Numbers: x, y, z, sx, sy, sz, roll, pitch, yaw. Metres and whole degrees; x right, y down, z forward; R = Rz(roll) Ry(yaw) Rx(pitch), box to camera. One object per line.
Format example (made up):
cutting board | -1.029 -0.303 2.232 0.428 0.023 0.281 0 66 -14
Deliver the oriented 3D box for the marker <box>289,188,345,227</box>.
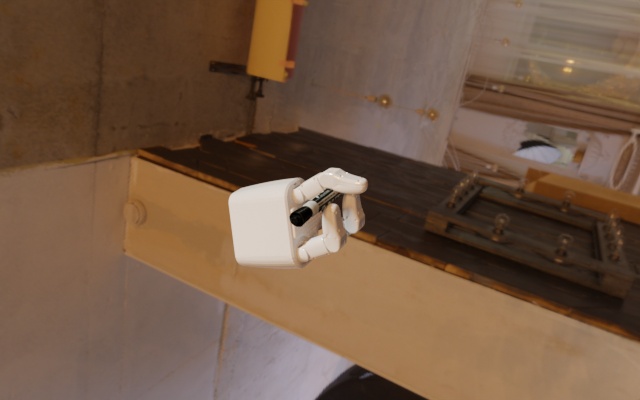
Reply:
marker | 0.000 0.002 0.567 0.020 0.020 0.121 0 21 31
